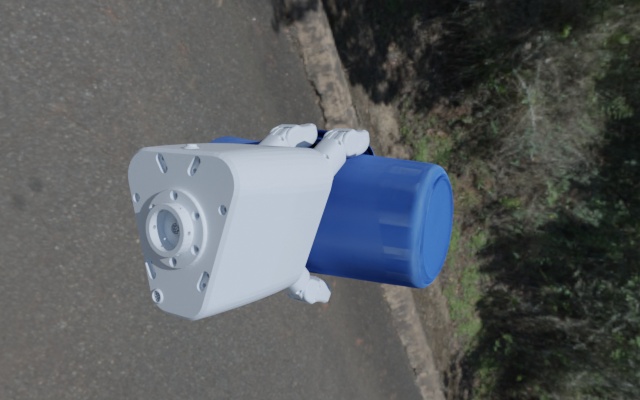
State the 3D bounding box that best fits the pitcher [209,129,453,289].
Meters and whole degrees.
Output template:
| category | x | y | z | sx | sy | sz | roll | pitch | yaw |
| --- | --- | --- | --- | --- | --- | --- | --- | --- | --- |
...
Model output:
| category | x | y | z | sx | sy | sz | roll | pitch | yaw |
| --- | --- | --- | --- | --- | --- | --- | --- | --- | --- |
| pitcher | 0.000 | 0.002 | 0.469 | 0.243 | 0.149 | 0.145 | 7 | 6 | 29 |
